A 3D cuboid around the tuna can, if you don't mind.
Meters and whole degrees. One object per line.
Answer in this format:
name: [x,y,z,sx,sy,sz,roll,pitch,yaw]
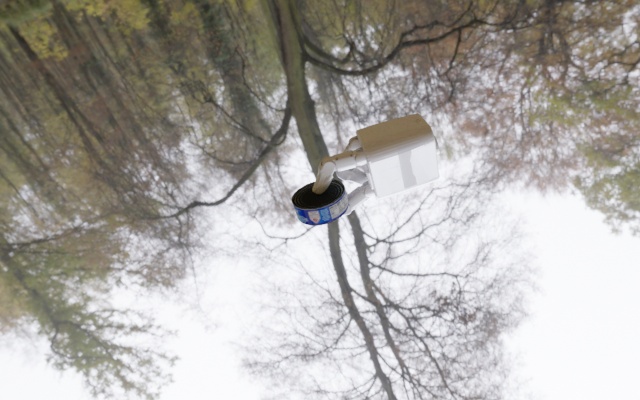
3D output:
tuna can: [0.000,0.003,0.748,0.086,0.034,0.086,-12,30,7]
